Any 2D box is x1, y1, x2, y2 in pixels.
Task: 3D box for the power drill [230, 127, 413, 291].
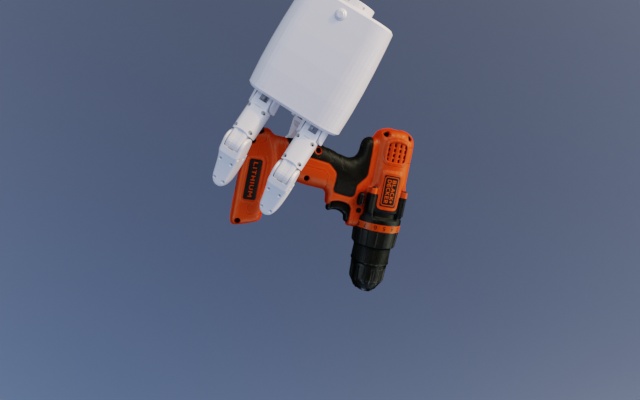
[{"bbox_3d":[0.000,0.001,0.520,0.187,0.184,0.057,9,7,-13],"label":"power drill"}]
